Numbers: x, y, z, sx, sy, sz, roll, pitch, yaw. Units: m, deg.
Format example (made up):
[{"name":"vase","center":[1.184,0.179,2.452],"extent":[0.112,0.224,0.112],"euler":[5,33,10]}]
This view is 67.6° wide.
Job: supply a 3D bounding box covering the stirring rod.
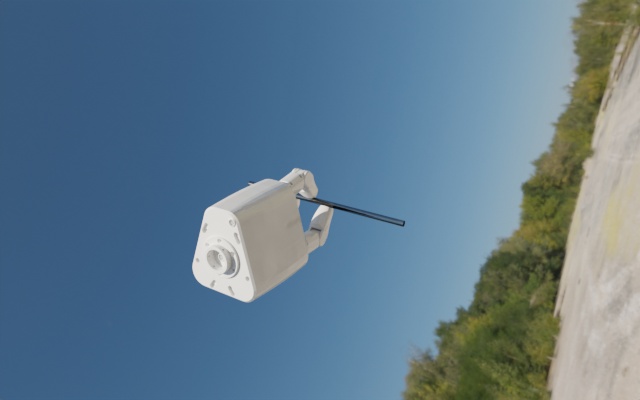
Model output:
[{"name":"stirring rod","center":[0.000,0.002,0.651],"extent":[0.239,0.011,0.011],"euler":[15,6,26]}]
